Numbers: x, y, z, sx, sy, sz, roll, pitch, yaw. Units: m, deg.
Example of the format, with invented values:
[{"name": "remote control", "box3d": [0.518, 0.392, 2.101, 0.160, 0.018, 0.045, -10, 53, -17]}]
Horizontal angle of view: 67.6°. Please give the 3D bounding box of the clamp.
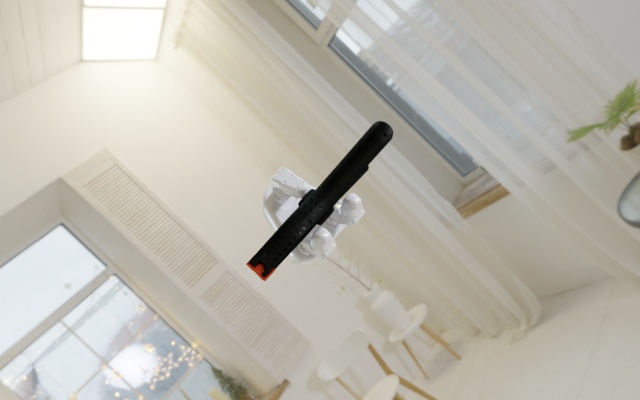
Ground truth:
[{"name": "clamp", "box3d": [-0.001, 0.002, 0.535, 0.036, 0.210, 0.164, 43, -16, 4]}]
